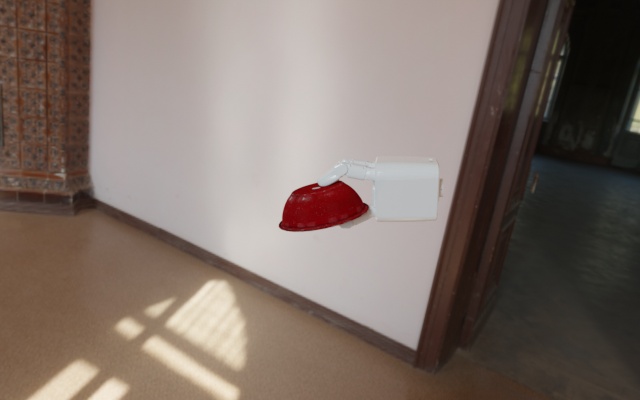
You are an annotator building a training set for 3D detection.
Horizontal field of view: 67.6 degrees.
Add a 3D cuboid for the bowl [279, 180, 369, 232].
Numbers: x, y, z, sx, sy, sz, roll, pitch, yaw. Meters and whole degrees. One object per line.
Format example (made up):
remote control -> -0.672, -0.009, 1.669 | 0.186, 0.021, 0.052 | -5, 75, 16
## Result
bowl -> -0.001, 0.003, 0.830 | 0.162, 0.055, 0.162 | -12, 12, 3
